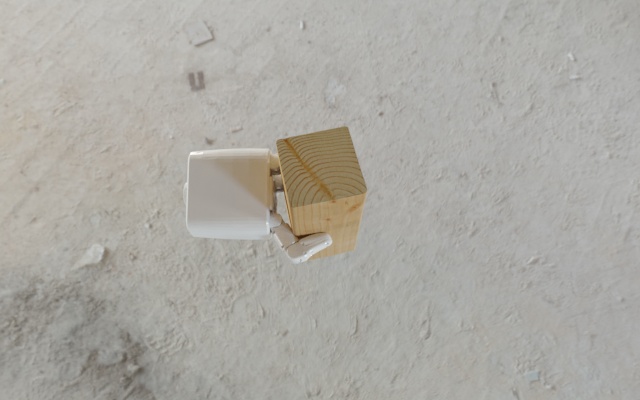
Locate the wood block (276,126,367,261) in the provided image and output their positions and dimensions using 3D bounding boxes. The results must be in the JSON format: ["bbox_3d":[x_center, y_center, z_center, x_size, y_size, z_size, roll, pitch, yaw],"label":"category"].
[{"bbox_3d":[0.000,0.002,0.633,0.090,0.090,0.206,-12,-23,-5],"label":"wood block"}]
